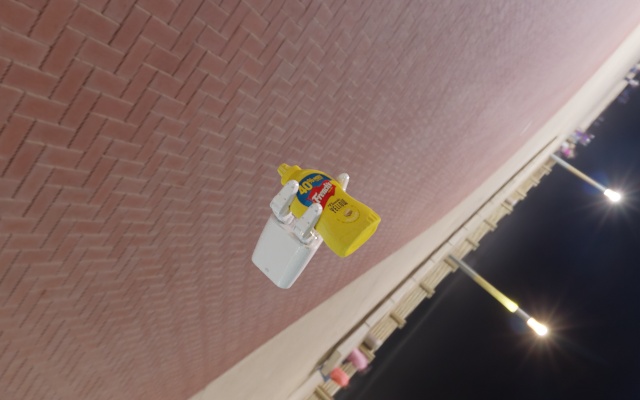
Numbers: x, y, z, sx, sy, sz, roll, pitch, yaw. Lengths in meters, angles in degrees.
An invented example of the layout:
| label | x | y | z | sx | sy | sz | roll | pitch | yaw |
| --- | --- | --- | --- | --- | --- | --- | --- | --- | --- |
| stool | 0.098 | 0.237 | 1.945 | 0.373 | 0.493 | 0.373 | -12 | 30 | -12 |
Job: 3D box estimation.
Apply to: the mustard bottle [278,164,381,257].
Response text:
| label | x | y | z | sx | sy | sz | roll | pitch | yaw |
| --- | --- | --- | --- | --- | --- | --- | --- | --- | --- |
| mustard bottle | 0.000 | 0.003 | 0.794 | 0.096 | 0.191 | 0.058 | -37 | -22 | -33 |
